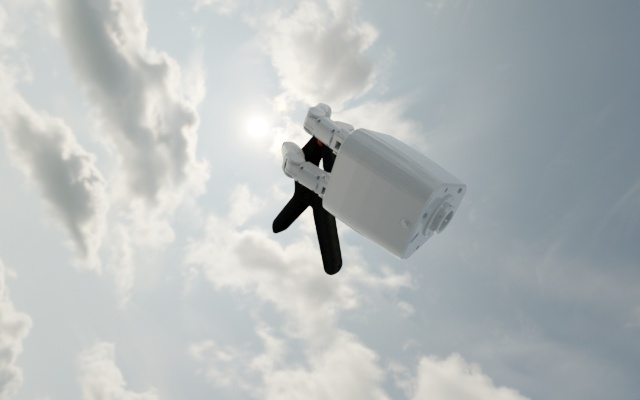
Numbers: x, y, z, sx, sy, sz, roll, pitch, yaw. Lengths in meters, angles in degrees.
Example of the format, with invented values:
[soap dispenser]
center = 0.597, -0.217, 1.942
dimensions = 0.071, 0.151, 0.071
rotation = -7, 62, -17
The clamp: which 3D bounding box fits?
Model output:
[clamp]
center = 0.000, 0.002, 0.567
dimensions = 0.120, 0.172, 0.039
rotation = 37, 37, 28
